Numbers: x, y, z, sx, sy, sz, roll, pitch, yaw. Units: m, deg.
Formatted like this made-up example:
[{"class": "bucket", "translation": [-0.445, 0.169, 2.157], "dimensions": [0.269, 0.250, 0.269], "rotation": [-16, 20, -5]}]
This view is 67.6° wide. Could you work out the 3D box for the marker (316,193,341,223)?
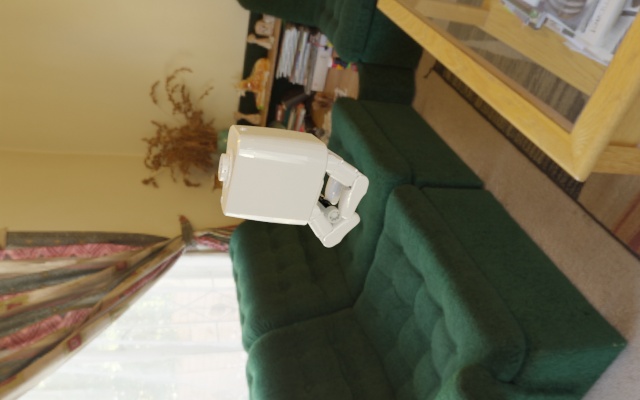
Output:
[{"class": "marker", "translation": [0.000, 0.002, 0.653], "dimensions": [0.020, 0.020, 0.121], "rotation": [0, 17, -18]}]
